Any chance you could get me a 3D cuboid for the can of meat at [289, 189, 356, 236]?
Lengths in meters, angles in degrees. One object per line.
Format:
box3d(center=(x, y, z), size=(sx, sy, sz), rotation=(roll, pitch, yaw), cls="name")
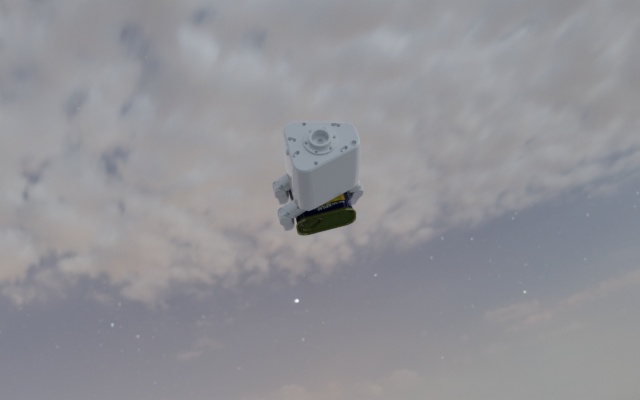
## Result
box3d(center=(0.000, 0.002, 0.809), size=(0.102, 0.084, 0.057), rotation=(-14, -28, -4), cls="can of meat")
